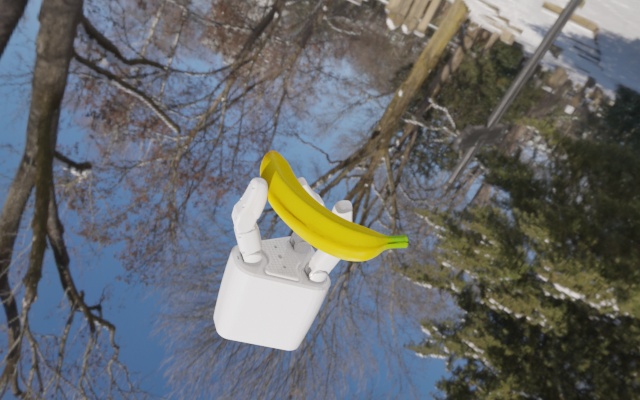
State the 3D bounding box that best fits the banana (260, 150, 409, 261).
[{"bbox_3d":[-0.010,0.007,0.481,0.197,0.037,0.069,36,33,30],"label":"banana"}]
